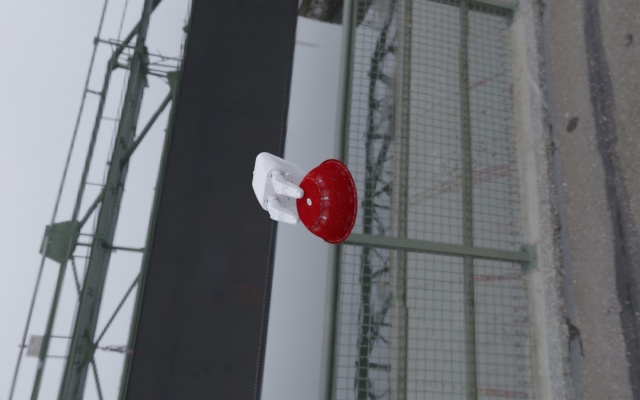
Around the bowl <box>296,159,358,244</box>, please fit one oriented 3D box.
[{"bbox_3d":[0.000,0.003,0.886,0.055,0.162,0.162,-3,1,-33],"label":"bowl"}]
